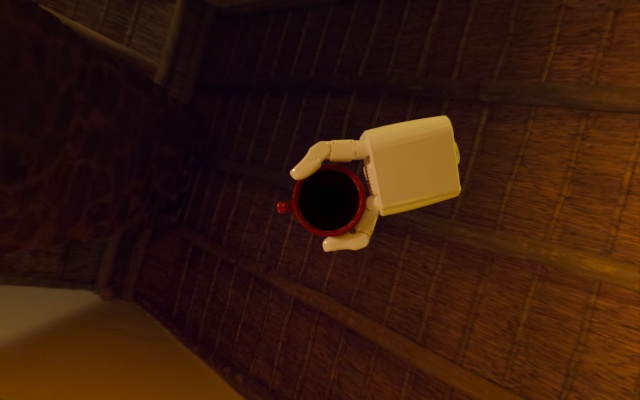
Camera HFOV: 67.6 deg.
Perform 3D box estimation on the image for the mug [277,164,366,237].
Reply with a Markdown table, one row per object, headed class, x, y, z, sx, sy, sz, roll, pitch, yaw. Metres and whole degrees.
| class | x | y | z | sx | sy | sz | roll | pitch | yaw |
| --- | --- | --- | --- | --- | --- | --- | --- | --- | --- |
| mug | -0.001 | 0.002 | 0.645 | 0.117 | 0.093 | 0.081 | -11 | 0 | 1 |
